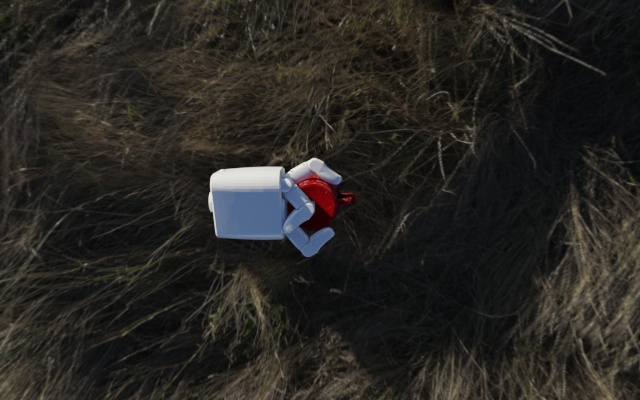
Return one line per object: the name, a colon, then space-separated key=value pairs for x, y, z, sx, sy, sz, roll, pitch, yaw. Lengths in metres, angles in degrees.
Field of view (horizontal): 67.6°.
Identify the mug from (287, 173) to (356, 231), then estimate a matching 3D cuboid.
mug: x=0.002 y=0.003 z=0.793 sx=0.117 sy=0.093 sz=0.081 roll=-2 pitch=10 yaw=0
